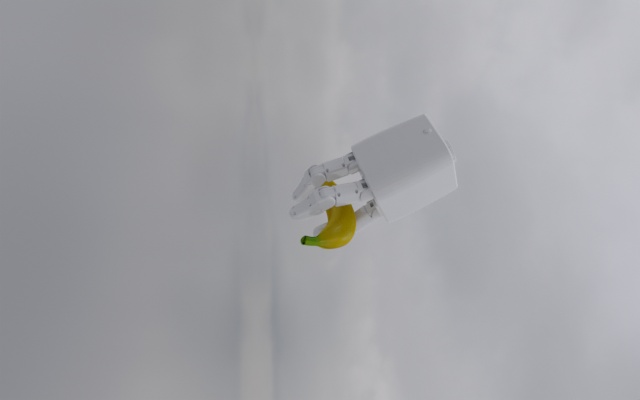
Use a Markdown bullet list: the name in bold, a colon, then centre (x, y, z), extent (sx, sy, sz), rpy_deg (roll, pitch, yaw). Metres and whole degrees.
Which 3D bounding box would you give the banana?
- **banana**: centre (0.015, 0.013, 0.643), extent (0.069, 0.037, 0.197), rpy_deg (32, 22, -13)
